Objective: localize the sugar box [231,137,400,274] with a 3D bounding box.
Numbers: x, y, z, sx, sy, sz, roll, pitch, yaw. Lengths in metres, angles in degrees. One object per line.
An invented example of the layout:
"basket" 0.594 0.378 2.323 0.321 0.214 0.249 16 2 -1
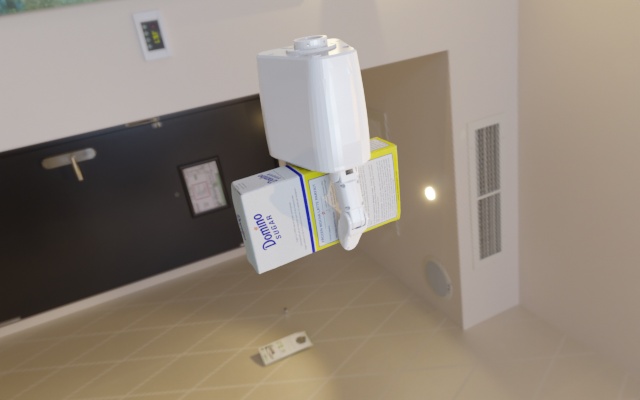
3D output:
"sugar box" 0.000 0.001 0.507 0.176 0.093 0.048 -17 27 -19
